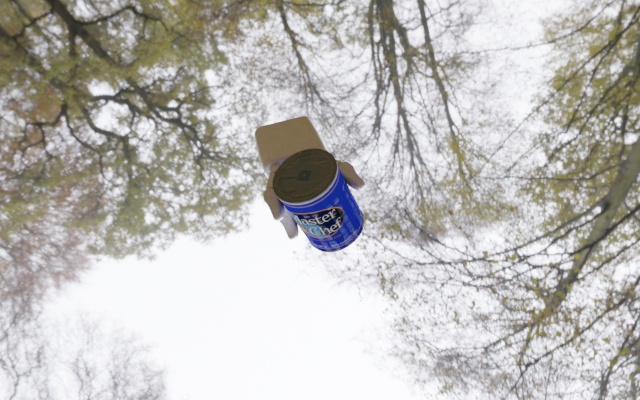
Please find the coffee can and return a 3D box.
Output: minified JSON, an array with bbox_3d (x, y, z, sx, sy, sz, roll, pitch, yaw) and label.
[{"bbox_3d":[0.000,0.002,0.751,0.103,0.102,0.140,0,-36,26],"label":"coffee can"}]
